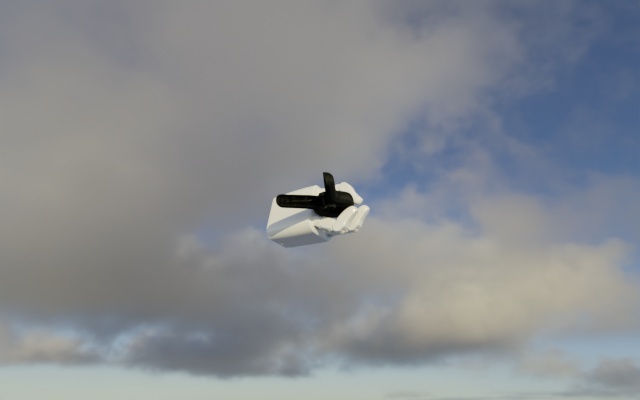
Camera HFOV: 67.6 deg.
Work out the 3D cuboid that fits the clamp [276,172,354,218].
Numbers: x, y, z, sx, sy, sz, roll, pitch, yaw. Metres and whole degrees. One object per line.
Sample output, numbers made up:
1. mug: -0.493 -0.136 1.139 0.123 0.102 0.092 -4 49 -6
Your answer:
1. clamp: 0.000 0.002 0.895 0.120 0.039 0.171 -15 -28 23
